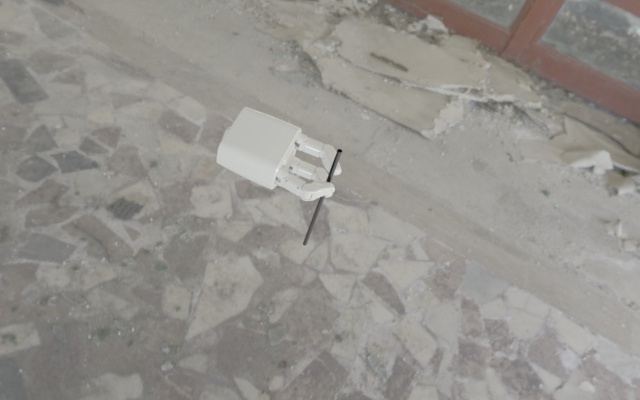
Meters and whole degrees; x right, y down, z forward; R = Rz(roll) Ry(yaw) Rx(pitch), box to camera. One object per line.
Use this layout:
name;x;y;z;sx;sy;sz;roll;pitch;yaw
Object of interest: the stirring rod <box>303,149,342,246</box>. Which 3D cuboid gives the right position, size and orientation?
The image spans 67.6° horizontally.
stirring rod;0.000;0.003;0.829;0.011;0.011;0.240;0;-42;-20
